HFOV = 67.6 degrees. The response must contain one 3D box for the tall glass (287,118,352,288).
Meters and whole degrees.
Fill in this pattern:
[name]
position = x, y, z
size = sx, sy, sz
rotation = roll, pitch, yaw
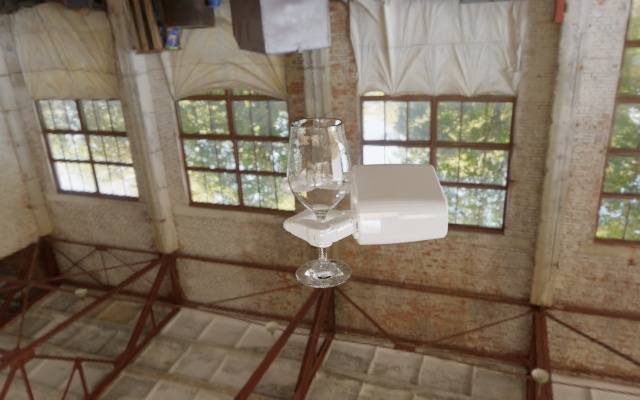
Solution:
[tall glass]
position = 0.000, 0.003, 0.593
size = 0.079, 0.201, 0.079
rotation = -3, 20, 1
